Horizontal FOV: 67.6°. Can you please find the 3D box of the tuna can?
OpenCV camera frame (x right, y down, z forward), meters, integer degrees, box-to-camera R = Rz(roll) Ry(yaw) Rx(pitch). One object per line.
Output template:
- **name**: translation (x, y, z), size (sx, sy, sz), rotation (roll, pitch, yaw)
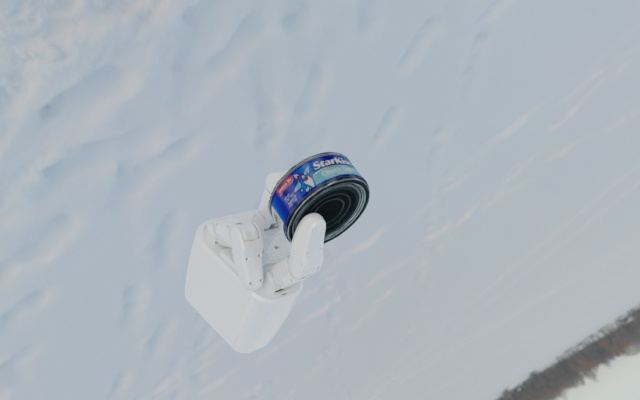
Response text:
- **tuna can**: translation (0.000, 0.002, 0.417), size (0.086, 0.086, 0.033), rotation (0, 42, -43)
